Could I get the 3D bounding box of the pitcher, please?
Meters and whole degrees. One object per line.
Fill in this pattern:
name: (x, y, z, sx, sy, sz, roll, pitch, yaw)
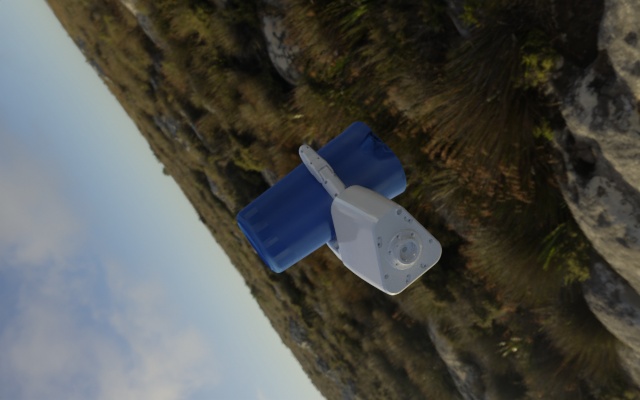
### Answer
pitcher: (0.000, 0.002, 0.732, 0.243, 0.149, 0.145, -36, 27, -13)
